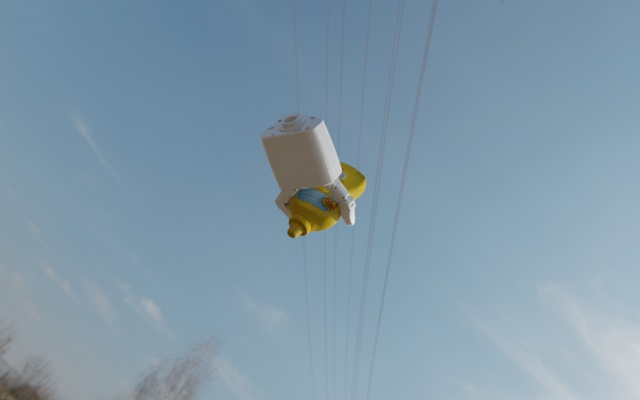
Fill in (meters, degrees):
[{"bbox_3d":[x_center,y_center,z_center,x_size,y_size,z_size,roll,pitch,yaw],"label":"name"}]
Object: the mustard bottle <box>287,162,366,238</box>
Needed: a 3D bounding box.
[{"bbox_3d":[0.000,0.003,0.884,0.096,0.058,0.191,26,49,20],"label":"mustard bottle"}]
